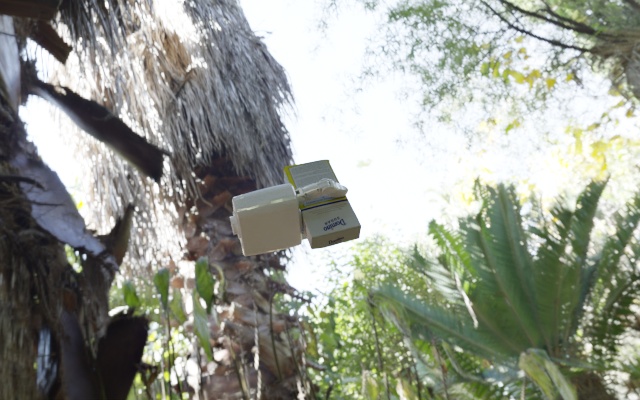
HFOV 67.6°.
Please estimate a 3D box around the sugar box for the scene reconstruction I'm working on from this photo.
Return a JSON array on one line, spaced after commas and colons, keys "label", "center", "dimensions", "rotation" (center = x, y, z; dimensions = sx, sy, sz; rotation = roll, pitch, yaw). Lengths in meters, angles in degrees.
[{"label": "sugar box", "center": [0.000, 0.003, 0.871], "dimensions": [0.093, 0.176, 0.048], "rotation": [-12, -37, -13]}]
